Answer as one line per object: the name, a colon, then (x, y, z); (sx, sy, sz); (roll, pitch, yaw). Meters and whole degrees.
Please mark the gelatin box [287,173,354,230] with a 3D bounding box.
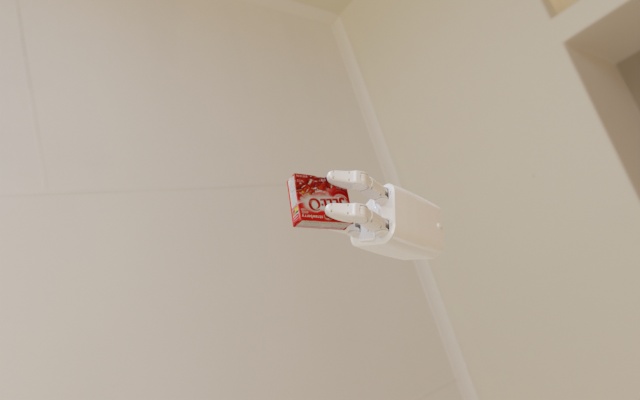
gelatin box: (0.000, 0.002, 0.687); (0.089, 0.073, 0.030); (5, -27, -29)
